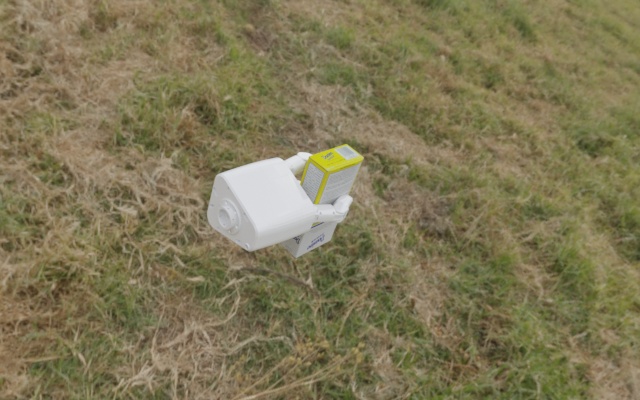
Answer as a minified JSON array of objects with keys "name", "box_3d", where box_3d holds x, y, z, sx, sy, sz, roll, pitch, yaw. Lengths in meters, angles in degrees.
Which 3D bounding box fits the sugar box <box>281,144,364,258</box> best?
[{"name":"sugar box","box_3d":[0.000,0.002,0.753,0.048,0.176,0.093,41,39,24]}]
